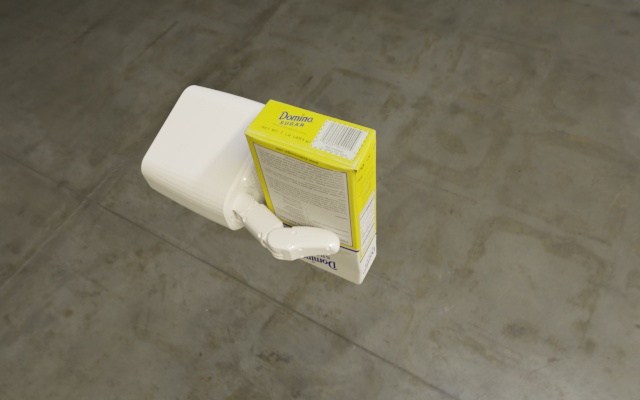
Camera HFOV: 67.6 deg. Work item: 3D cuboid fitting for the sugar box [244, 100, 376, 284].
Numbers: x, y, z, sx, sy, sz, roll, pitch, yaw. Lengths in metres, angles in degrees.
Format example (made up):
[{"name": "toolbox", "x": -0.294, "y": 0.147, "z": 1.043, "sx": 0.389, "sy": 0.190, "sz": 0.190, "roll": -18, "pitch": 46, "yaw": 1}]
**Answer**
[{"name": "sugar box", "x": 0.000, "y": 0.001, "z": 0.416, "sx": 0.093, "sy": 0.048, "sz": 0.176, "roll": 21, "pitch": -29, "yaw": 20}]
